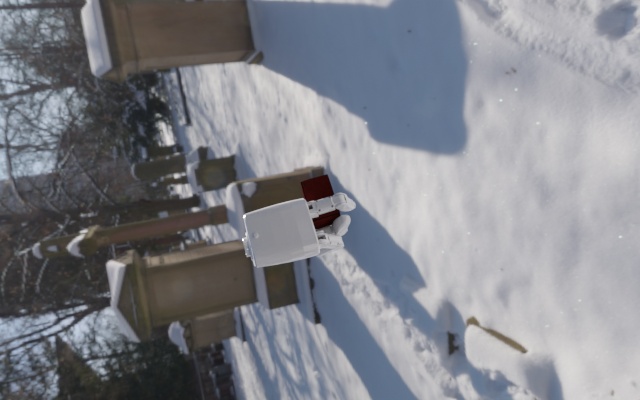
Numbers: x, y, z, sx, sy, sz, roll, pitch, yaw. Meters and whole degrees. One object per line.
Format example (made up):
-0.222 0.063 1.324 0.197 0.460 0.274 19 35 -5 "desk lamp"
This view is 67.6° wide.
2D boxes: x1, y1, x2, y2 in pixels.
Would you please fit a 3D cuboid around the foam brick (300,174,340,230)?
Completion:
0.000 0.002 0.836 0.051 0.078 0.053 -16 -21 -2 "foam brick"
